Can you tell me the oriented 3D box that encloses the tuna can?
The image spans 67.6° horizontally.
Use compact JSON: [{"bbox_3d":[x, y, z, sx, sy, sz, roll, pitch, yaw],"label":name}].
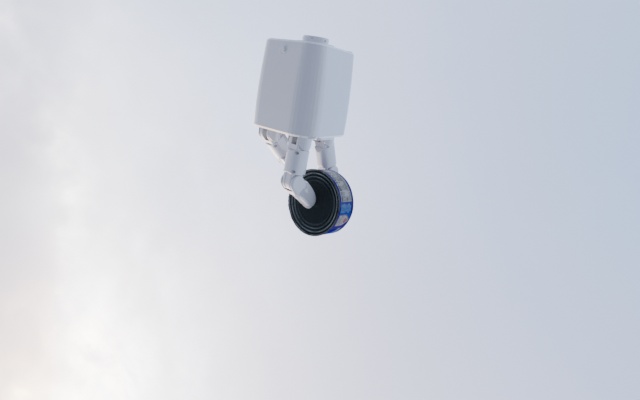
[{"bbox_3d":[0.000,0.002,0.618,0.086,0.086,0.034,0,3,40],"label":"tuna can"}]
